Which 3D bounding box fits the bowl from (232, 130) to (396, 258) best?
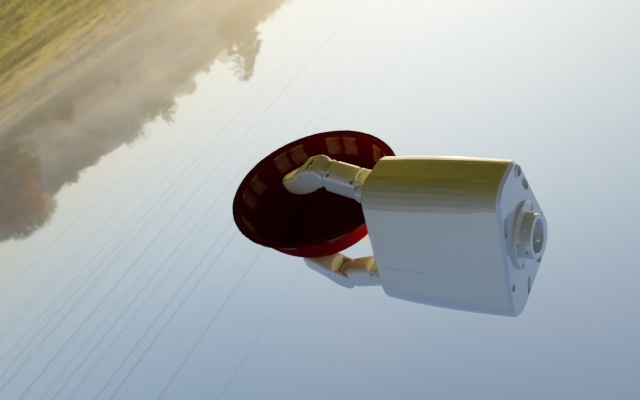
[{"bbox_3d":[-0.001,0.001,0.461,0.162,0.055,0.162,-12,41,11],"label":"bowl"}]
